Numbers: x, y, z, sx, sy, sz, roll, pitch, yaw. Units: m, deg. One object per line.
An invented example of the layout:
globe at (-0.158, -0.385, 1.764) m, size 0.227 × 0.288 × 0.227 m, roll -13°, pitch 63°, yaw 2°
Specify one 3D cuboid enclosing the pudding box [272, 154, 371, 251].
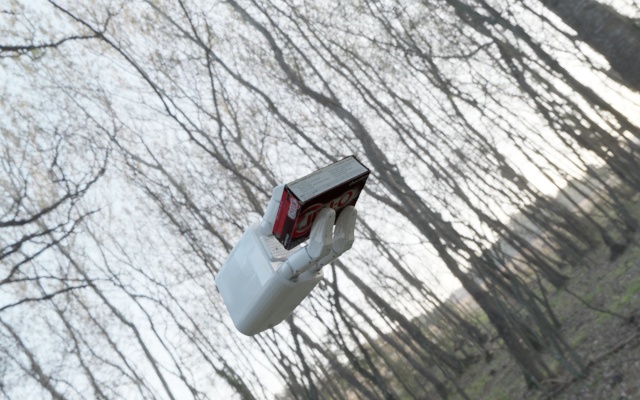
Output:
pudding box at (0.000, 0.002, 0.579) m, size 0.113 × 0.039 × 0.090 m, roll -29°, pitch -26°, yaw -35°
